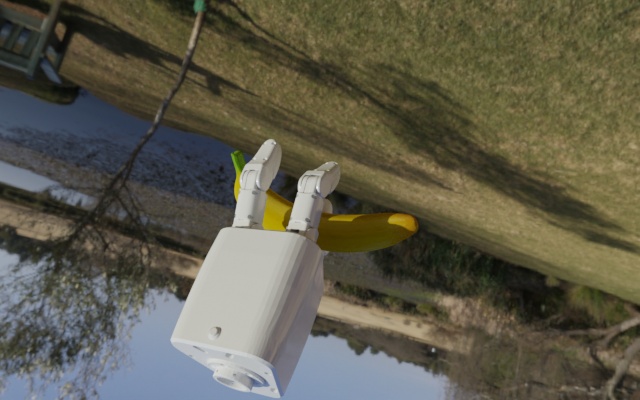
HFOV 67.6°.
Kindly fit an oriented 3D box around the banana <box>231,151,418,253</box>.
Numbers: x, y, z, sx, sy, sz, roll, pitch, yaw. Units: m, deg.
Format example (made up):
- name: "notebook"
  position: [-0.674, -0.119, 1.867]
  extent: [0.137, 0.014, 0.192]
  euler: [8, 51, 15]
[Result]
- name: "banana"
  position: [-0.007, 0.016, 0.470]
  extent: [0.198, 0.070, 0.037]
  euler: [20, 32, 9]
